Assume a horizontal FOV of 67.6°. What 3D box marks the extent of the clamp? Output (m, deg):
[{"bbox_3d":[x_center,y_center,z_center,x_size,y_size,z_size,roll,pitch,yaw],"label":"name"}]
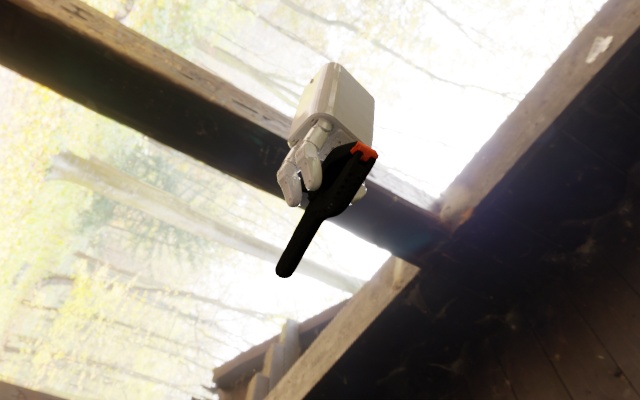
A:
[{"bbox_3d":[0.001,0.002,0.607,0.036,0.164,0.210,22,-34,-22],"label":"clamp"}]
